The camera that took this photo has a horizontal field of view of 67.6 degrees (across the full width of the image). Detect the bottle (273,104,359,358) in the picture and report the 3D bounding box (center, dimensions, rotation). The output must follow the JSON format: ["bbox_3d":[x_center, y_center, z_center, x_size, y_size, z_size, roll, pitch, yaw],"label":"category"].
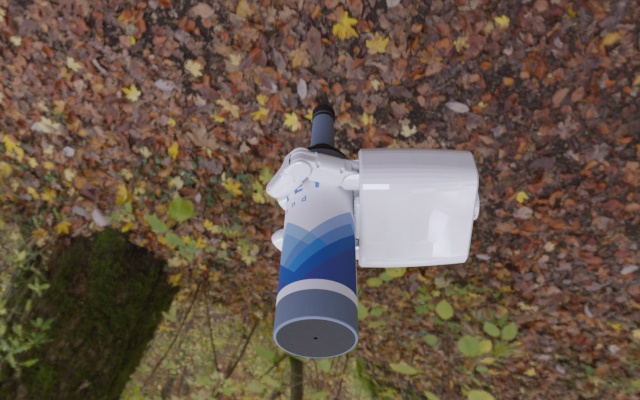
[{"bbox_3d":[0.000,0.002,0.471,0.069,0.295,0.069,1,-44,1],"label":"bottle"}]
